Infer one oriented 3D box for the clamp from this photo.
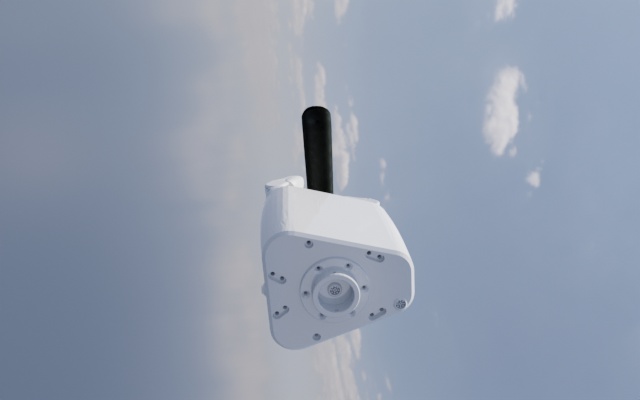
[{"bbox_3d":[0.001,0.002,0.494,0.036,0.210,0.164,-4,17,0],"label":"clamp"}]
